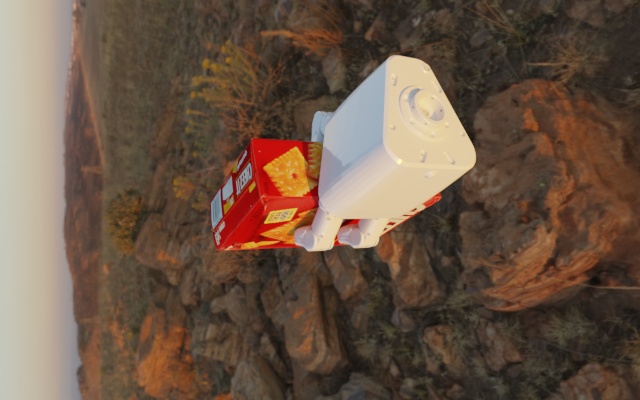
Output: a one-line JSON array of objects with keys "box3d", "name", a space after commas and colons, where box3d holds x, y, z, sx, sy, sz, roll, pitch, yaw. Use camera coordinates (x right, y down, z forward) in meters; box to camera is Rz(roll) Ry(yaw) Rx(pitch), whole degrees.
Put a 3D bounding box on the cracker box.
[{"box3d": [0.000, 0.002, 0.543, 0.214, 0.072, 0.164, 1, -23, -28], "name": "cracker box"}]
